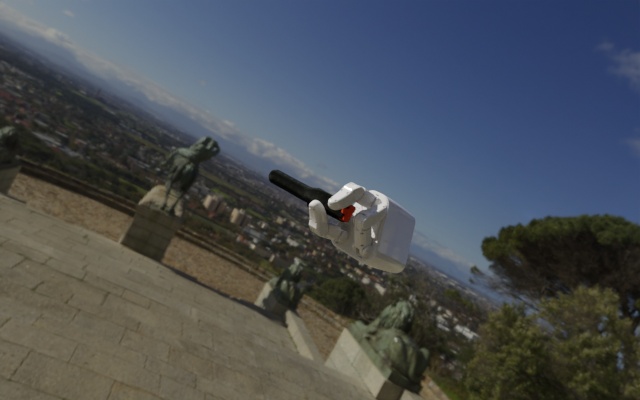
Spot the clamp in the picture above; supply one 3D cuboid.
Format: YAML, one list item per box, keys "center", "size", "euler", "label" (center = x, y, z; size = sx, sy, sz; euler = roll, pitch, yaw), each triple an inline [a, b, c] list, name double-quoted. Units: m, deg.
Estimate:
- center: [0.000, 0.002, 0.788]
  size: [0.171, 0.039, 0.120]
  euler: [29, 1, 42]
  label: "clamp"
